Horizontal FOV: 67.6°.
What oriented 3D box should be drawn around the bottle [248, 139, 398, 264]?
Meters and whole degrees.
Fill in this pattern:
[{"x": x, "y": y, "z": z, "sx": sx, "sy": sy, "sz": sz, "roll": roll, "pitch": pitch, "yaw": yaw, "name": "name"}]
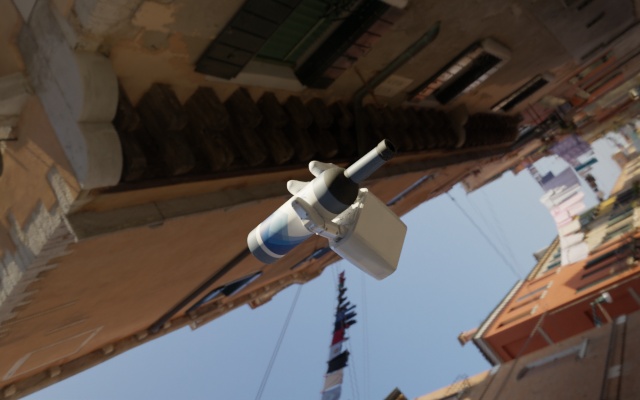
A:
[{"x": 0.000, "y": 0.003, "z": 0.740, "sx": 0.296, "sy": 0.069, "sz": 0.069, "roll": -38, "pitch": -23, "yaw": 32, "name": "bottle"}]
